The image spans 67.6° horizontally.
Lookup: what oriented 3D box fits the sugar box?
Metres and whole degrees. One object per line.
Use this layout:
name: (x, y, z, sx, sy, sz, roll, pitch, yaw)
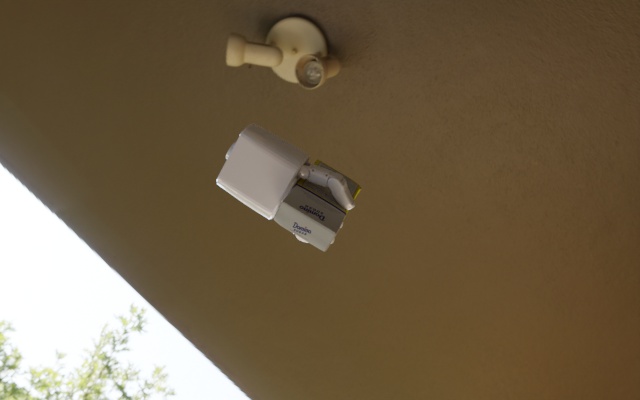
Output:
sugar box: (0.000, 0.003, 0.760, 0.093, 0.048, 0.176, 31, 32, 2)
